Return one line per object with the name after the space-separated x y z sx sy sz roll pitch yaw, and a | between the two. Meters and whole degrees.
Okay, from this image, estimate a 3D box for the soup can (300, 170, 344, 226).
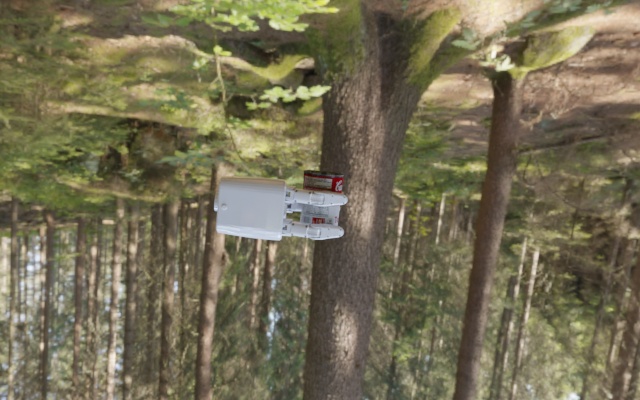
0.001 0.003 0.814 0.068 0.102 0.068 6 8 -1 | soup can
